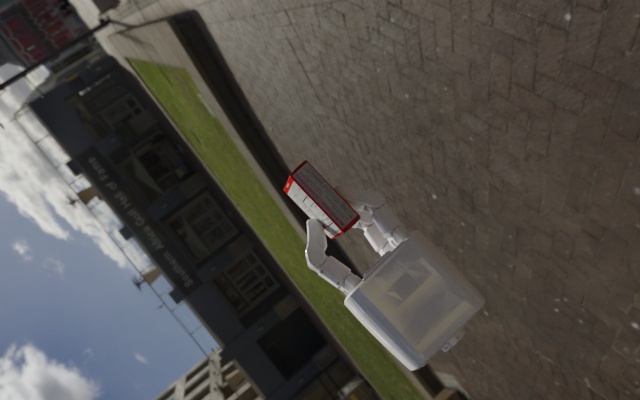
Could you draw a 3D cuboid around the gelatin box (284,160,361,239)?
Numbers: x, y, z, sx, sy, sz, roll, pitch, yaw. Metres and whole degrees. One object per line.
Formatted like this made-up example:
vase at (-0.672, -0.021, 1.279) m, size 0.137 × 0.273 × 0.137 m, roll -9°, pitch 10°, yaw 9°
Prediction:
gelatin box at (0.000, 0.002, 0.551) m, size 0.030 × 0.089 × 0.073 m, roll -44°, pitch -1°, yaw -14°
